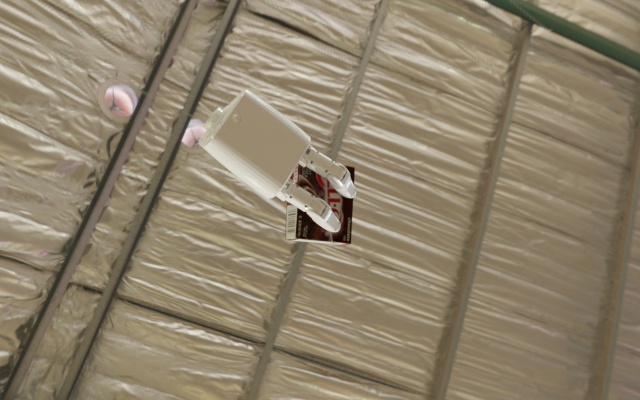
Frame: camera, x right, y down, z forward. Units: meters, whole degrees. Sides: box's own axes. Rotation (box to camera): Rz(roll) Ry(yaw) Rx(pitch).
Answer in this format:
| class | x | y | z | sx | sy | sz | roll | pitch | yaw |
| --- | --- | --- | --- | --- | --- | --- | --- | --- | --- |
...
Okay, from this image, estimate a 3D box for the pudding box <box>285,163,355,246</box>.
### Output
| class | x | y | z | sx | sy | sz | roll | pitch | yaw |
| --- | --- | --- | --- | --- | --- | --- | --- | --- | --- |
| pudding box | 0.000 | 0.002 | 0.659 | 0.090 | 0.113 | 0.039 | 8 | -7 | -30 |
